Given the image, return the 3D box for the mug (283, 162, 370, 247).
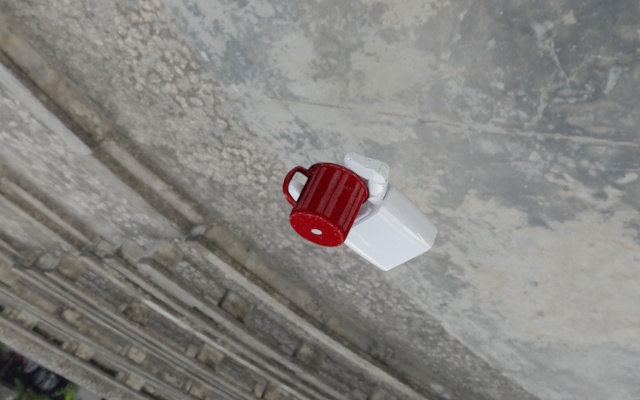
[{"bbox_3d":[-0.001,0.001,0.638,0.117,0.081,0.093,37,-31,-19],"label":"mug"}]
